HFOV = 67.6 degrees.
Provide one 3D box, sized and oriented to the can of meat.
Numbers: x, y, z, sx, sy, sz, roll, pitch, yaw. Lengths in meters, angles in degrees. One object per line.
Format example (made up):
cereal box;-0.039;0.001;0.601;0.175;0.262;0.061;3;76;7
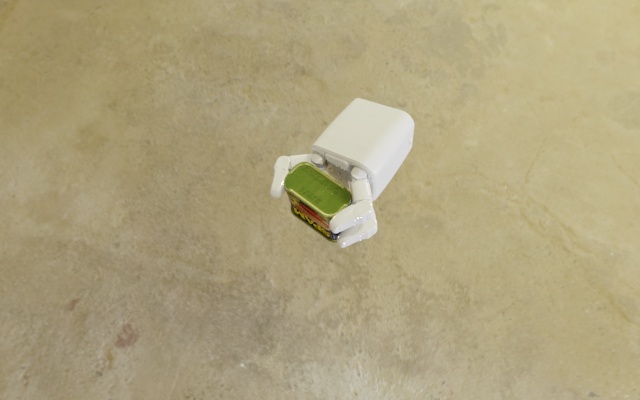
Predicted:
can of meat;0.000;0.002;0.667;0.102;0.057;0.084;35;-17;21
